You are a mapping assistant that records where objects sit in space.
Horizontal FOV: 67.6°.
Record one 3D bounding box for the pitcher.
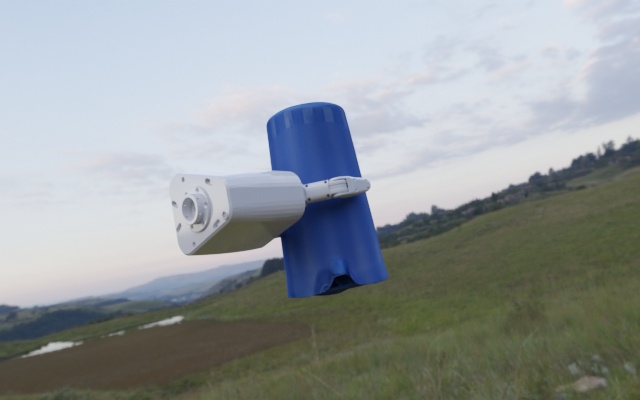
[{"bbox_3d":[0.000,0.002,0.642,0.149,0.243,0.145,-16,-7,42],"label":"pitcher"}]
